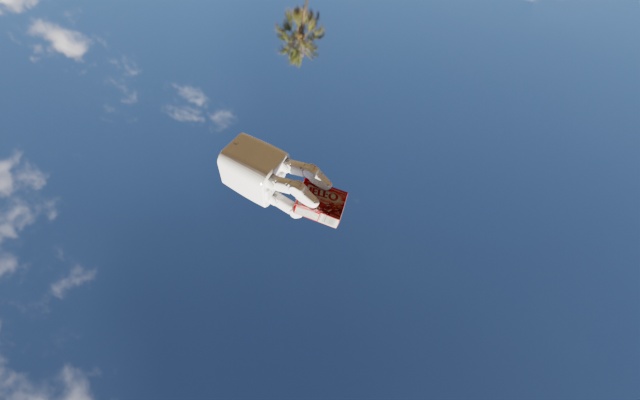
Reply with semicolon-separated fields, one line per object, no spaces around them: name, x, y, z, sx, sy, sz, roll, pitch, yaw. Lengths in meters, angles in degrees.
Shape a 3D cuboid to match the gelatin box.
gelatin box;0.000;0.003;0.894;0.089;0.073;0.030;20;-42;-2
